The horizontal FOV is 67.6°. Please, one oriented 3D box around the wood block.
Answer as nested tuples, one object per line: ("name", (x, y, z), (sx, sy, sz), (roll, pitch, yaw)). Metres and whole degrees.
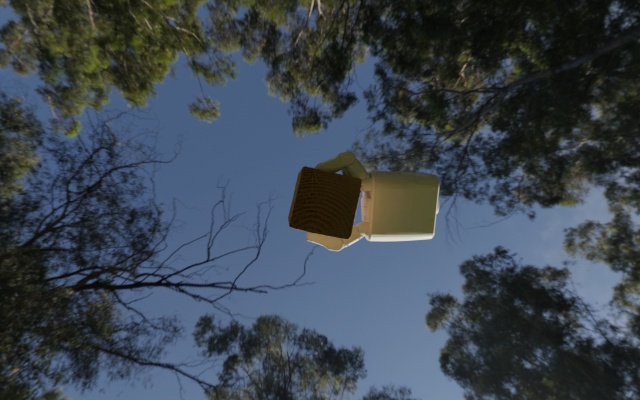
("wood block", (0.000, 0.003, 0.769), (0.090, 0.091, 0.206), (12, 0, -4))
